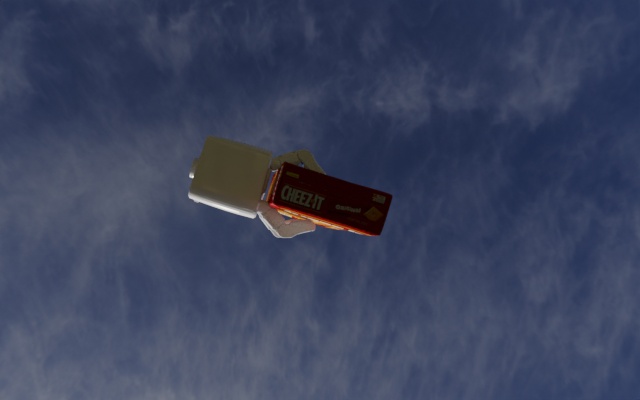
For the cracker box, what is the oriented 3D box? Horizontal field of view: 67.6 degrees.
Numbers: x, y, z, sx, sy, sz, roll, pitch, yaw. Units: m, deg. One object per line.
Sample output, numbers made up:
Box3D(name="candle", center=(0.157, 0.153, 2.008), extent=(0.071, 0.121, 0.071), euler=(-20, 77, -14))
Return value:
Box3D(name="cracker box", center=(0.000, 0.002, 0.769), extent=(0.164, 0.072, 0.213), euler=(16, -4, -9))
